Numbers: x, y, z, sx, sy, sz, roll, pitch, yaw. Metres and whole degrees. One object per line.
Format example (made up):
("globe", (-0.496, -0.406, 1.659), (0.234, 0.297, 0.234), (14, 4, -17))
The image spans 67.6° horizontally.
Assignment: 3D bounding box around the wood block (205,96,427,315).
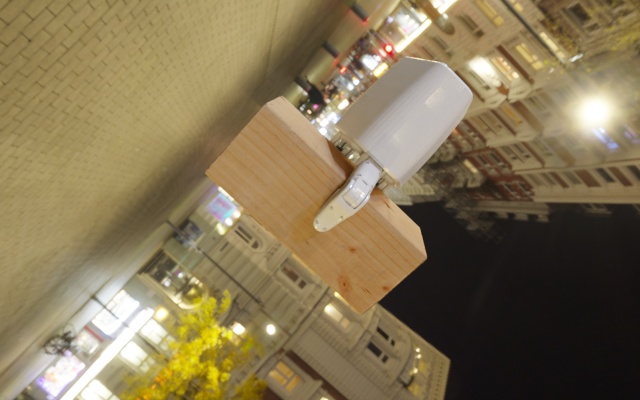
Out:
("wood block", (0.000, 0.001, 0.484), (0.090, 0.206, 0.090), (-45, 8, 17))
